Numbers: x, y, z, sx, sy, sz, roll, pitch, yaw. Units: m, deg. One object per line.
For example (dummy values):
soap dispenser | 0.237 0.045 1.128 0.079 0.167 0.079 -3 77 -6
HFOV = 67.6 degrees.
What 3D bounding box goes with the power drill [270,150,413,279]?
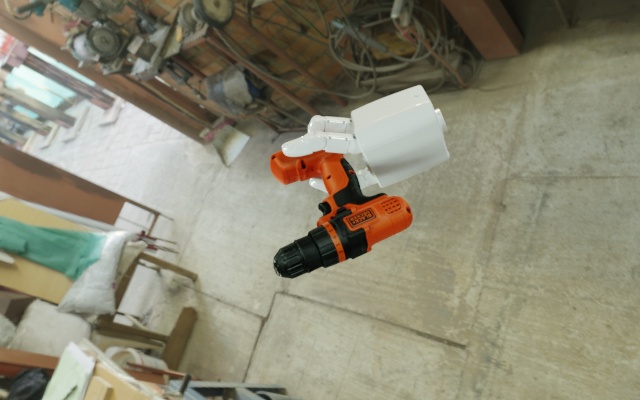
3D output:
power drill | 0.000 0.002 0.630 0.184 0.187 0.057 -22 -38 -12
